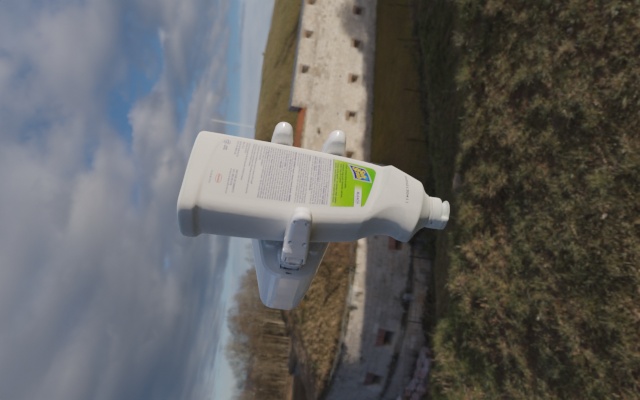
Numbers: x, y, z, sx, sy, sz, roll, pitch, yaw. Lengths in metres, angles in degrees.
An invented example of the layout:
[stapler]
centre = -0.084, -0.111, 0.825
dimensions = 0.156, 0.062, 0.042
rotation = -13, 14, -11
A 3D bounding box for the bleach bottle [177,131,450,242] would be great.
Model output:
[bleach bottle]
centre = 0.000, 0.001, 0.462
dimensions = 0.251, 0.102, 0.068
rotation = 9, -33, -5
